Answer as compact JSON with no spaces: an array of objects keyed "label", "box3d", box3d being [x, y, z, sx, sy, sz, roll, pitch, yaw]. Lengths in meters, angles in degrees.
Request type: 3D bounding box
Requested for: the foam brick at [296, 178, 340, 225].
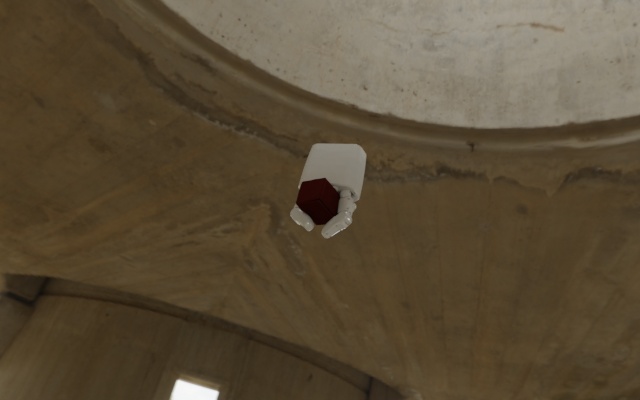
[{"label":"foam brick","box3d":[0.000,0.003,0.875,0.053,0.051,0.078,-8,-38,31]}]
